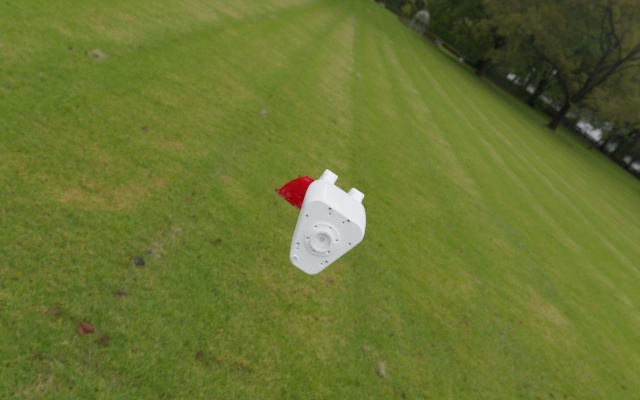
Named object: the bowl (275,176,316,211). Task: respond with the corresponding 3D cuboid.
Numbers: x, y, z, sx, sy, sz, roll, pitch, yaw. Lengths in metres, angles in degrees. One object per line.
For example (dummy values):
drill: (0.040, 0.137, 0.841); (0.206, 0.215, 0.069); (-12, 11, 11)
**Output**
bowl: (0.000, 0.002, 0.860); (0.162, 0.055, 0.162); (33, 2, -1)
